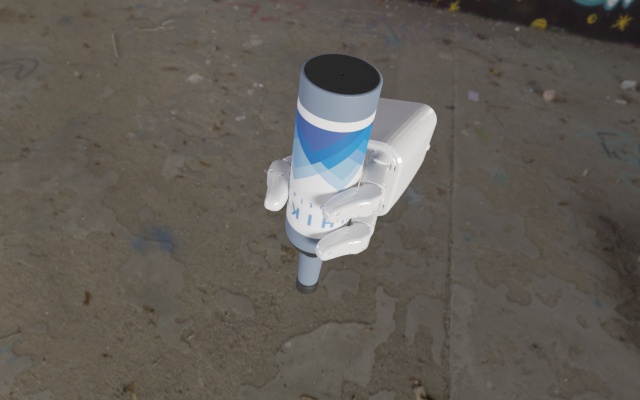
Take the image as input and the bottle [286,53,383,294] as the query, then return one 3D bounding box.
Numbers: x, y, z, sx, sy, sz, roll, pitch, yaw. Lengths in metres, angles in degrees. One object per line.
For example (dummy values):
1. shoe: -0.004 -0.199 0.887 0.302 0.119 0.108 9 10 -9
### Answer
1. bottle: 0.000 0.001 0.486 0.069 0.069 0.296 5 -45 -5
